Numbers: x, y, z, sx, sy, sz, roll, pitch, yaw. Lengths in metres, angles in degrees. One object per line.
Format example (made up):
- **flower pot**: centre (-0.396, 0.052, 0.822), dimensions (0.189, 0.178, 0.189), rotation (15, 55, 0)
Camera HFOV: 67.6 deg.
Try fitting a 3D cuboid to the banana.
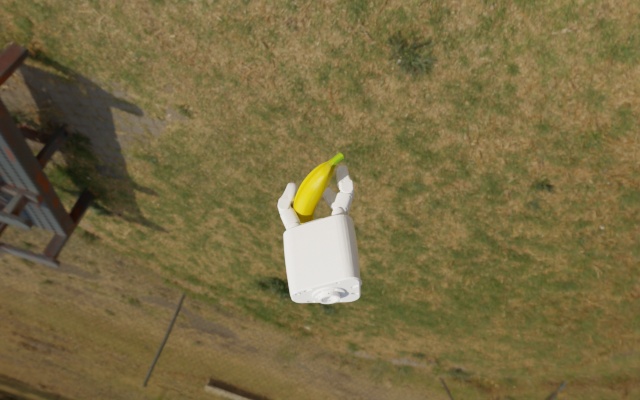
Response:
- **banana**: centre (-0.014, 0.004, 0.790), dimensions (0.069, 0.037, 0.198), rotation (-14, -32, -31)
